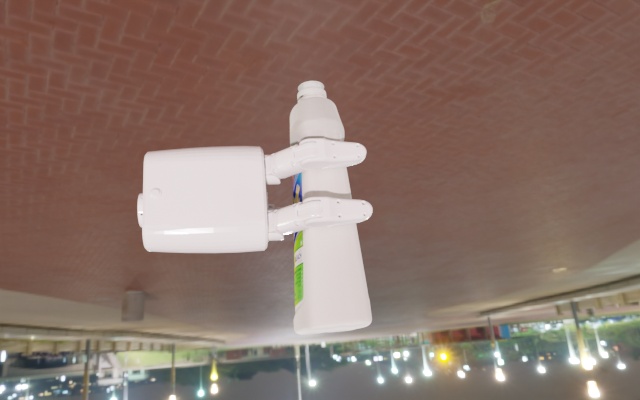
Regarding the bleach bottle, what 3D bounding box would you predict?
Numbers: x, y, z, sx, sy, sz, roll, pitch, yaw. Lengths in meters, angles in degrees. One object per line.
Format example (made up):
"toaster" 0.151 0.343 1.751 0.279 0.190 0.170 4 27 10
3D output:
"bleach bottle" 0.000 0.002 0.480 0.068 0.250 0.103 -2 -18 -10
